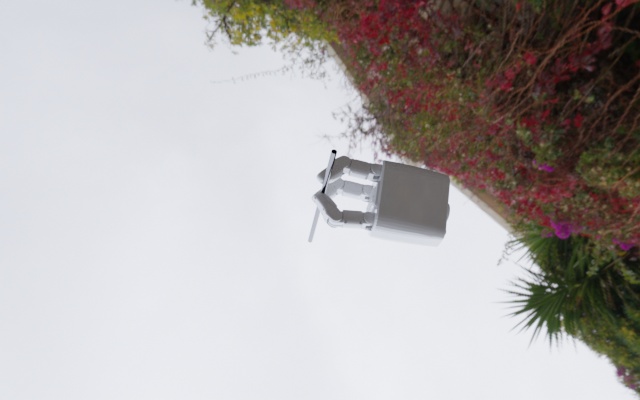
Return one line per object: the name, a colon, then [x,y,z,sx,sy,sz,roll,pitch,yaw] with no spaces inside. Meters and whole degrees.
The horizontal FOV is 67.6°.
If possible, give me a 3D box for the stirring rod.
stirring rod: [0.000,0.002,0.732,0.011,0.011,0.240,0,-34,-10]
